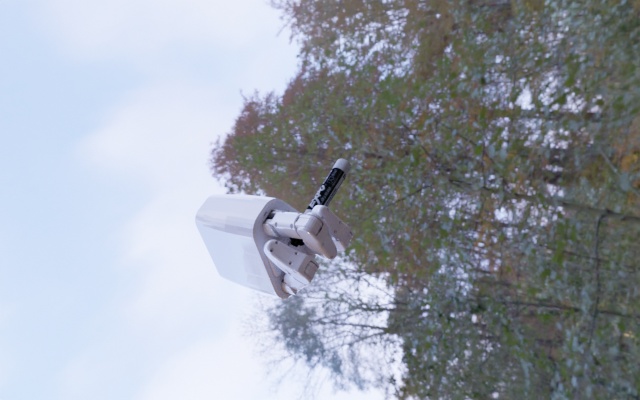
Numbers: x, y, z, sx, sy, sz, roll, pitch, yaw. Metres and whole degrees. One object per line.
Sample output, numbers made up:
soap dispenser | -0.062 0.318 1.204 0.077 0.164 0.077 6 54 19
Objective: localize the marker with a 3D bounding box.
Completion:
marker | 0.000 0.002 0.527 0.020 0.121 0.020 24 -31 15
